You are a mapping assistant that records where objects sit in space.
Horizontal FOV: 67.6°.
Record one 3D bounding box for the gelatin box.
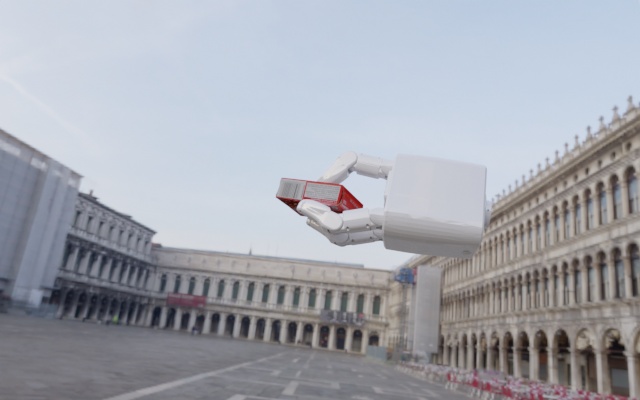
[{"bbox_3d":[0.000,0.001,0.597,0.089,0.030,0.073,8,-16,26],"label":"gelatin box"}]
